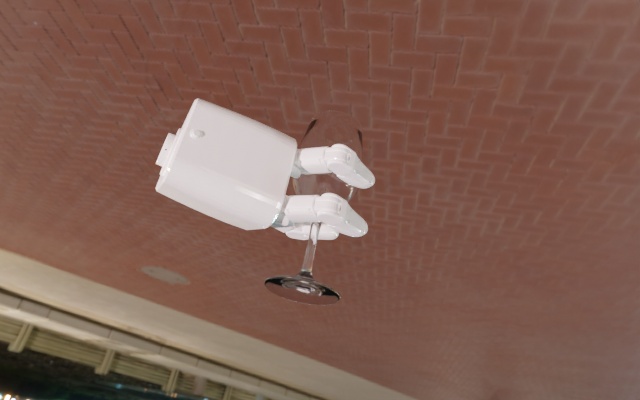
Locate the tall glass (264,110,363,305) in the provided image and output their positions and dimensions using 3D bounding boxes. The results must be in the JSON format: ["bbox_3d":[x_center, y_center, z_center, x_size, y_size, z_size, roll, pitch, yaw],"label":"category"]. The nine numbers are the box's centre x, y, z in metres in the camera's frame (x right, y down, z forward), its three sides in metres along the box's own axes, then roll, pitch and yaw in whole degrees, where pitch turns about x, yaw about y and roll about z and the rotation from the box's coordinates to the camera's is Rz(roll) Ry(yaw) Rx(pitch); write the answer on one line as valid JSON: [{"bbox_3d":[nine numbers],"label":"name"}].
[{"bbox_3d":[0.000,0.002,0.504,0.079,0.201,0.079,9,-28,5],"label":"tall glass"}]
